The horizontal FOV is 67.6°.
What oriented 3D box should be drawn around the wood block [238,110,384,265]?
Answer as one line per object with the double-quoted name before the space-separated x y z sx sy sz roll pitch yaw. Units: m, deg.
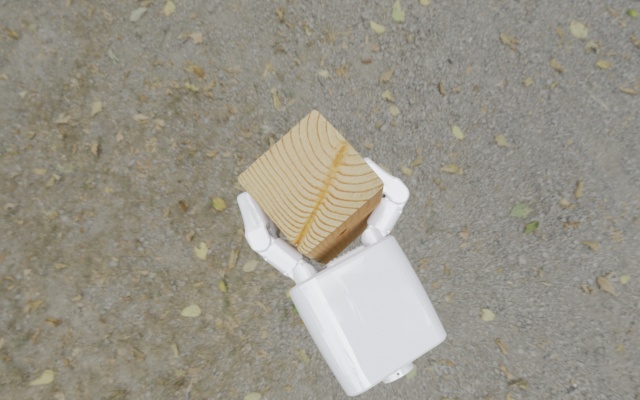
"wood block" 0.001 0.002 0.489 0.091 0.090 0.206 -41 -11 -3
